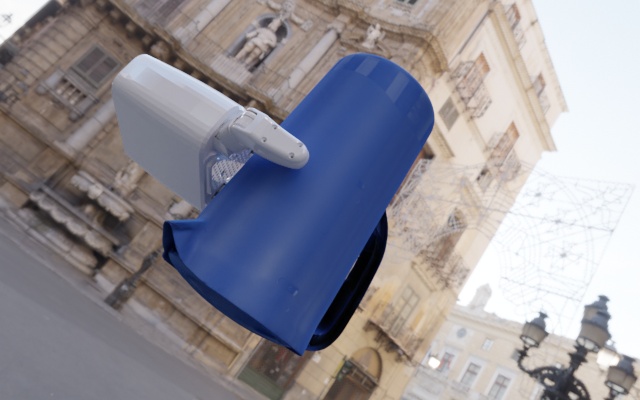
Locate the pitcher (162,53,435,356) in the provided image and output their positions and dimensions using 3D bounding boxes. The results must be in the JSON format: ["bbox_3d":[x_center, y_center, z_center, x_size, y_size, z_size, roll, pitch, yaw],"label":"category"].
[{"bbox_3d":[0.000,0.001,0.410,0.145,0.242,0.149,32,-18,13],"label":"pitcher"}]
